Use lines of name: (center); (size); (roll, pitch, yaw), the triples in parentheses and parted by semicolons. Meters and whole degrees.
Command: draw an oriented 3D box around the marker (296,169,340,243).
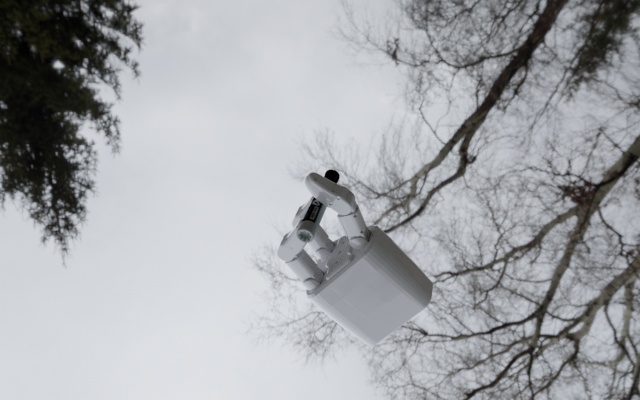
marker: (0.000, 0.002, 0.532); (0.020, 0.020, 0.121); (0, 35, 19)
